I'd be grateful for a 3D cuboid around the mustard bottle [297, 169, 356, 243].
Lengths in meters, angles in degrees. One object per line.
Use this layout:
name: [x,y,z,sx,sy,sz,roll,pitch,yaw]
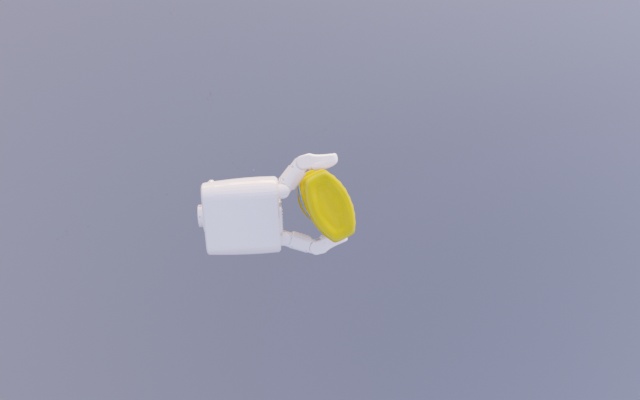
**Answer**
mustard bottle: [0.000,0.002,0.708,0.058,0.096,0.191,-28,7,-5]
